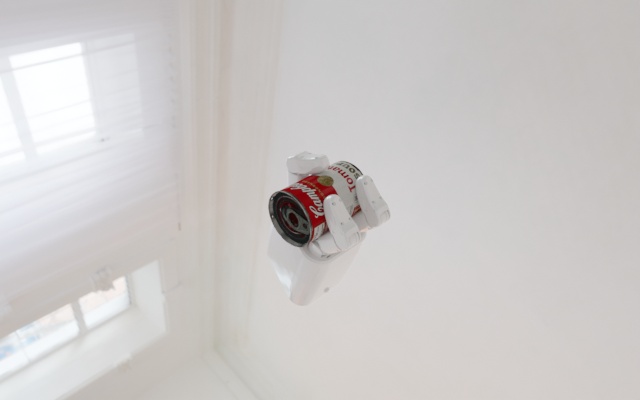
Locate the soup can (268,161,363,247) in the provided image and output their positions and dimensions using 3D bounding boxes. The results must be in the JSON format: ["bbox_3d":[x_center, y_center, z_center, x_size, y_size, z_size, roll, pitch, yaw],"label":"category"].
[{"bbox_3d":[0.000,0.001,0.553,0.102,0.068,0.068,-29,19,-37],"label":"soup can"}]
